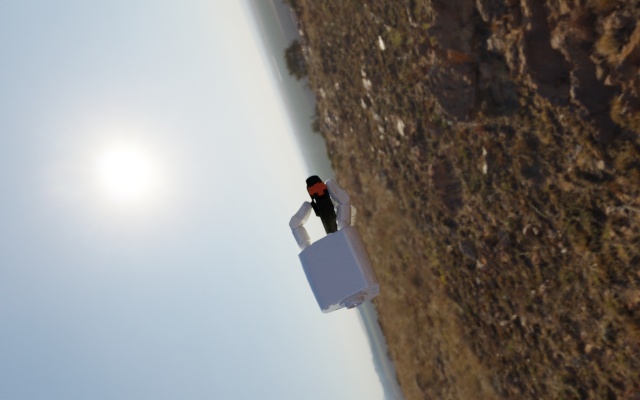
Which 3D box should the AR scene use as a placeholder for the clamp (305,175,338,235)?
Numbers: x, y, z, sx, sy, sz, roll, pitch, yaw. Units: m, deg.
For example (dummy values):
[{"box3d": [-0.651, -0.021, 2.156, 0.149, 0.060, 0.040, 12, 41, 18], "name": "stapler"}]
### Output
[{"box3d": [-0.001, 0.003, 0.859, 0.036, 0.164, 0.210, -24, -25, -3], "name": "clamp"}]
